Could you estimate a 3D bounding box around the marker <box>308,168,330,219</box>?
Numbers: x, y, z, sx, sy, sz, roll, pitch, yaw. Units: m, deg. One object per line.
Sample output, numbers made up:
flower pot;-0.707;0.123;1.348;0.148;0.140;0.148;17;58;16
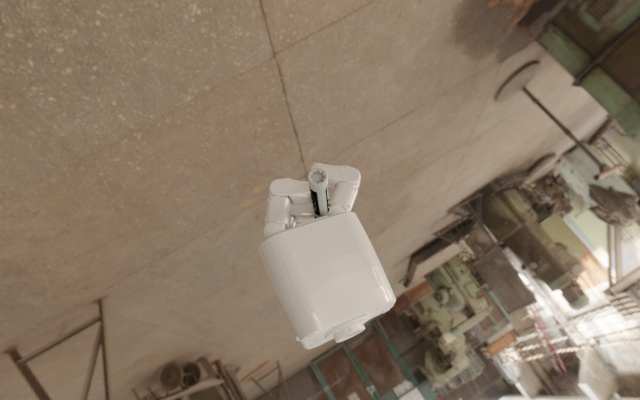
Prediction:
marker;0.000;0.002;0.495;0.020;0.020;0.121;0;-23;3
